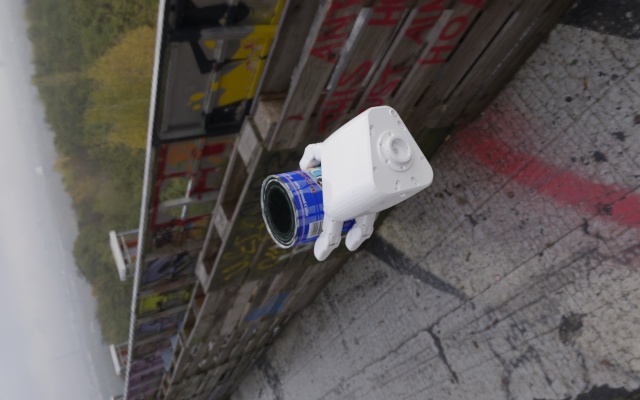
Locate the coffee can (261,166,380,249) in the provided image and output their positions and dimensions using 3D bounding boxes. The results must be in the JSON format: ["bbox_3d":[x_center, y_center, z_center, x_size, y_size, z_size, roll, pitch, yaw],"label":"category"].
[{"bbox_3d":[0.000,0.002,0.684,0.140,0.103,0.103,-13,7,-31],"label":"coffee can"}]
